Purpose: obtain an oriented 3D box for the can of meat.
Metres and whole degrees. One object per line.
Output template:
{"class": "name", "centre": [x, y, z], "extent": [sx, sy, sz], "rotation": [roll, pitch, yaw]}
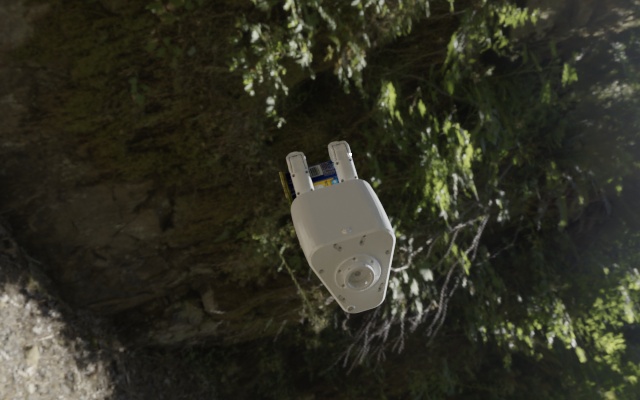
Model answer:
{"class": "can of meat", "centre": [0.000, 0.002, 0.624], "extent": [0.084, 0.102, 0.057], "rotation": [-16, 28, -3]}
